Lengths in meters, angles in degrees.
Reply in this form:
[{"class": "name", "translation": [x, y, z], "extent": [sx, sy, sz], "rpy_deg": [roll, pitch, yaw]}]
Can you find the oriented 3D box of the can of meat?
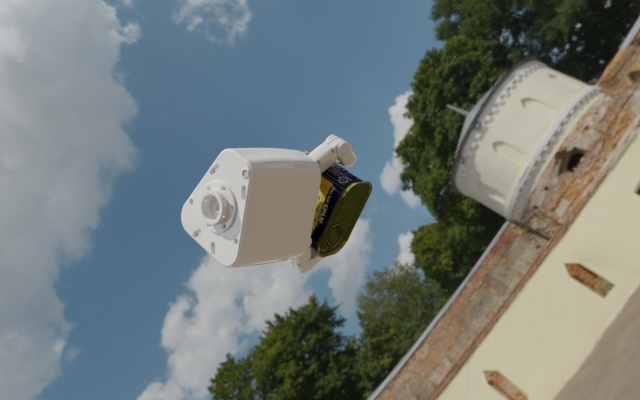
[{"class": "can of meat", "translation": [0.000, 0.002, 0.572], "extent": [0.084, 0.102, 0.057], "rpy_deg": [36, 24, 28]}]
